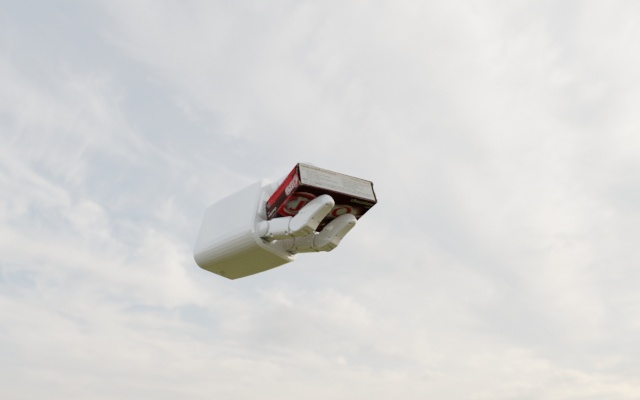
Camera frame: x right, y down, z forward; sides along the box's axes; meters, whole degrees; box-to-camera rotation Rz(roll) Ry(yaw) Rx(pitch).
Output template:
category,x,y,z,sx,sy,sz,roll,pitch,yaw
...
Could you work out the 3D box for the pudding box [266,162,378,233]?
category,x,y,z,sx,sy,sz,roll,pitch,yaw
pudding box,0.000,0.002,0.602,0.113,0.039,0.090,10,-36,-29
